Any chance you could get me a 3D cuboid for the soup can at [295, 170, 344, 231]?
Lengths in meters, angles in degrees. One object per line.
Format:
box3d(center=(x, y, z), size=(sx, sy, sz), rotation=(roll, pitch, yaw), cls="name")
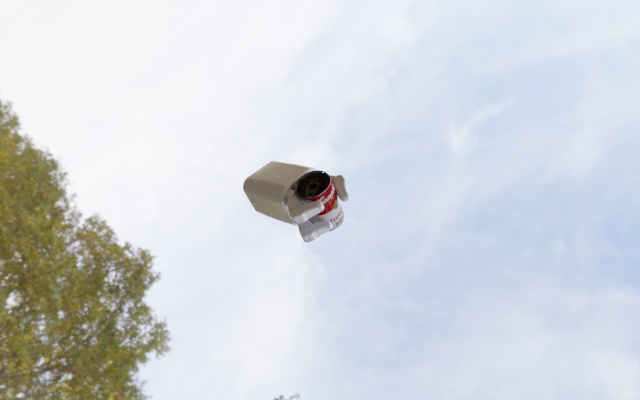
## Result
box3d(center=(0.001, 0.003, 0.891), size=(0.068, 0.068, 0.102), rotation=(0, -41, 23), cls="soup can")
